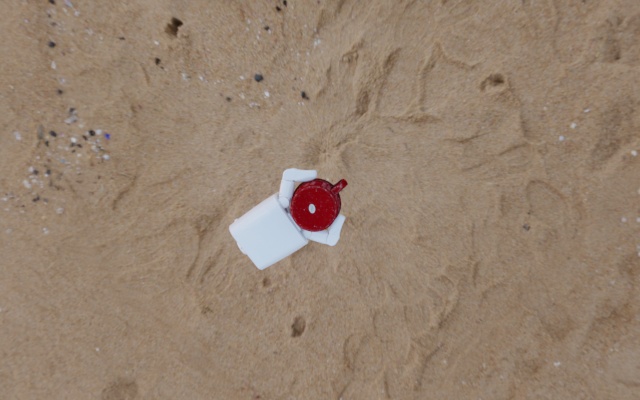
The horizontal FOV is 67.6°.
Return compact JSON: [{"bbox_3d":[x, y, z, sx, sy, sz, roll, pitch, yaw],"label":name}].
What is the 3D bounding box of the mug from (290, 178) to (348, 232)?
[{"bbox_3d":[0.001,0.002,0.840,0.117,0.093,0.081,-36,4,6],"label":"mug"}]
